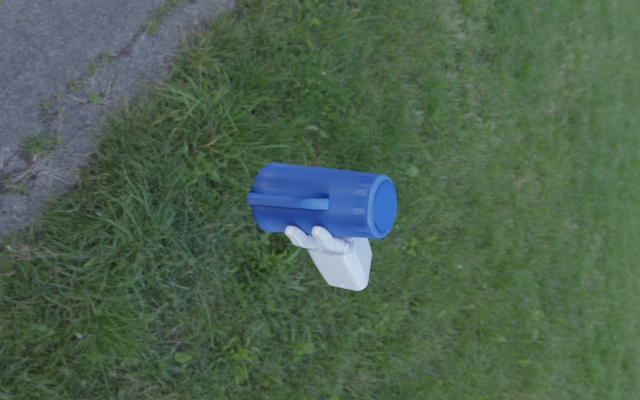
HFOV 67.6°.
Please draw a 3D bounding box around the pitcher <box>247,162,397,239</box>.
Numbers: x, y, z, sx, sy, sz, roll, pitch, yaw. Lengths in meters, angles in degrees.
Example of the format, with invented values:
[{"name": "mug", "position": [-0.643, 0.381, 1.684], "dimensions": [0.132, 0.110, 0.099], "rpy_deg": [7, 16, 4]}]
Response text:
[{"name": "pitcher", "position": [0.000, 0.003, 0.844], "dimensions": [0.243, 0.145, 0.149], "rpy_deg": [5, 46, 32]}]
